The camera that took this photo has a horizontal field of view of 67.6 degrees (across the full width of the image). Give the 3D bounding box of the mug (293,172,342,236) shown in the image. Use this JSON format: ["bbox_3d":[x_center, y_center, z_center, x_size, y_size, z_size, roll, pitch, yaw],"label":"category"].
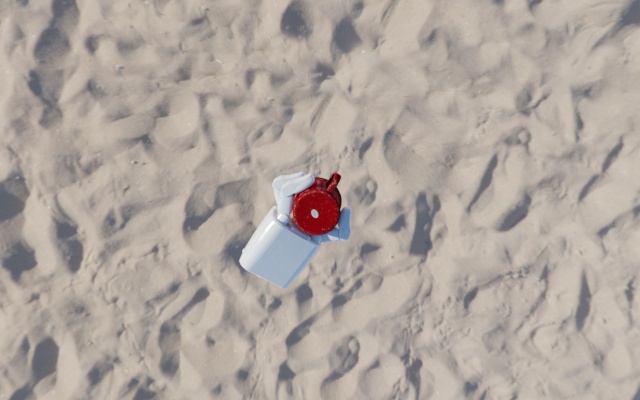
[{"bbox_3d":[0.001,0.002,0.833,0.093,0.117,0.081,35,11,-9],"label":"mug"}]
